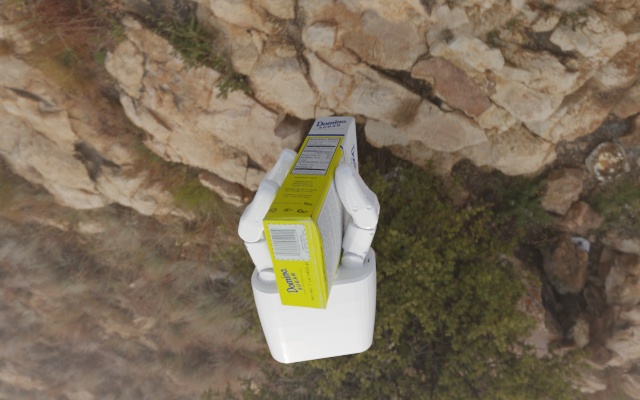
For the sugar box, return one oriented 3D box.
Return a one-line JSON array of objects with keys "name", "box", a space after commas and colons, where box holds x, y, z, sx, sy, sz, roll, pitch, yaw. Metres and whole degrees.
[{"name": "sugar box", "box": [0.000, 0.002, 0.436, 0.048, 0.093, 0.176, 1, 34, 12]}]
